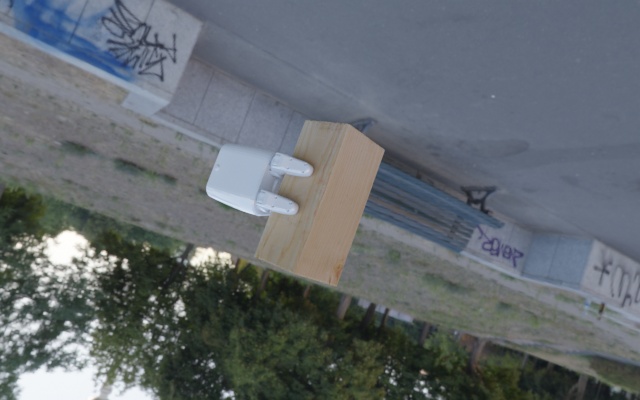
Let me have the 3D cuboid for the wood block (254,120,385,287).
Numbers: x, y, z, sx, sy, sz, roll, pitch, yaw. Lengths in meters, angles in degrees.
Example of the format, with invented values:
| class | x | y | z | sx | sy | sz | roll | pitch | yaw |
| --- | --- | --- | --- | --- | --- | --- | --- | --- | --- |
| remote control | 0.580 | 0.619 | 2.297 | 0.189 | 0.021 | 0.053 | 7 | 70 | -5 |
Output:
| class | x | y | z | sx | sy | sz | roll | pitch | yaw |
| --- | --- | --- | --- | --- | --- | --- | --- | --- | --- |
| wood block | 0.000 | 0.002 | 0.669 | 0.090 | 0.206 | 0.091 | 14 | -8 | 44 |
